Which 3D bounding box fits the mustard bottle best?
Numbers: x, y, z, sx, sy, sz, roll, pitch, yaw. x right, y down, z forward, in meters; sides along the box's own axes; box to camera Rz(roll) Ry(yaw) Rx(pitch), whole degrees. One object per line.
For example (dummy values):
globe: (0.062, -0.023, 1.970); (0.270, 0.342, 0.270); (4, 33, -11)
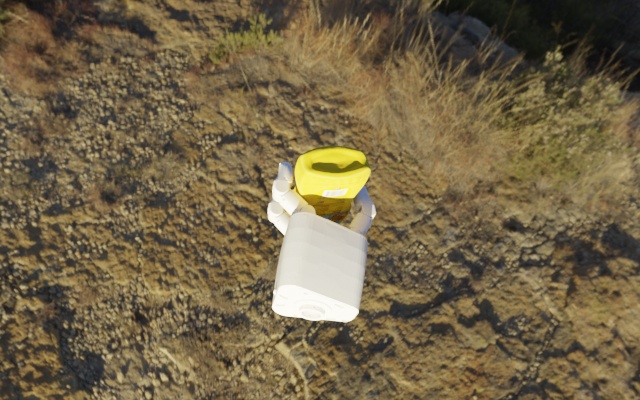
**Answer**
mustard bottle: (0.000, 0.002, 0.690); (0.096, 0.058, 0.192); (-6, -32, -19)
